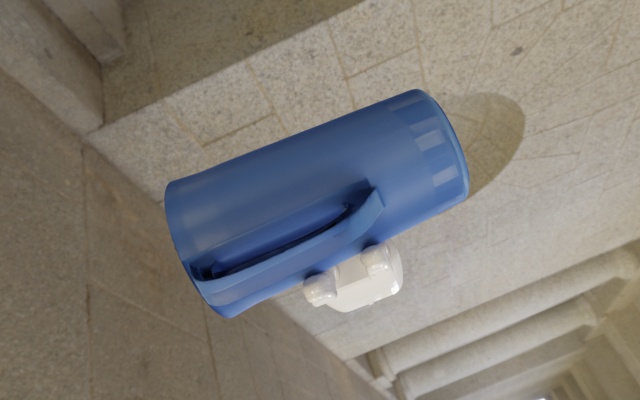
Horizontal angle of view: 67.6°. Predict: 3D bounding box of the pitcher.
[{"bbox_3d":[0.000,0.001,0.415,0.243,0.149,0.145,-24,-27,4],"label":"pitcher"}]
